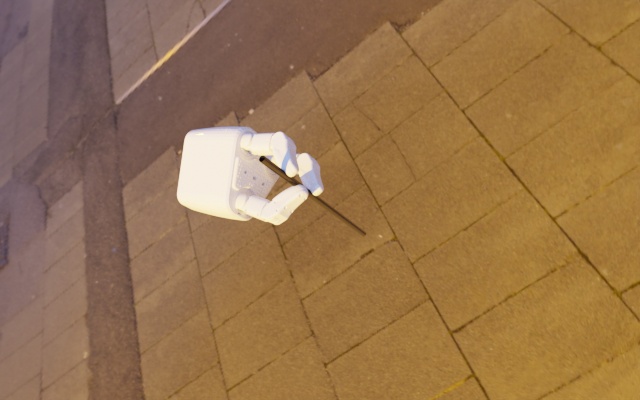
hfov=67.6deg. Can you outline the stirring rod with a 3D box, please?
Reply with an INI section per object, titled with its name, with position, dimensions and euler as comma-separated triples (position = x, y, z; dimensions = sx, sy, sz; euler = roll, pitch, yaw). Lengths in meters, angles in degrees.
[stirring rod]
position = 0.000, 0.002, 0.599
dimensions = 0.011, 0.011, 0.240
euler = 0, -23, 34
